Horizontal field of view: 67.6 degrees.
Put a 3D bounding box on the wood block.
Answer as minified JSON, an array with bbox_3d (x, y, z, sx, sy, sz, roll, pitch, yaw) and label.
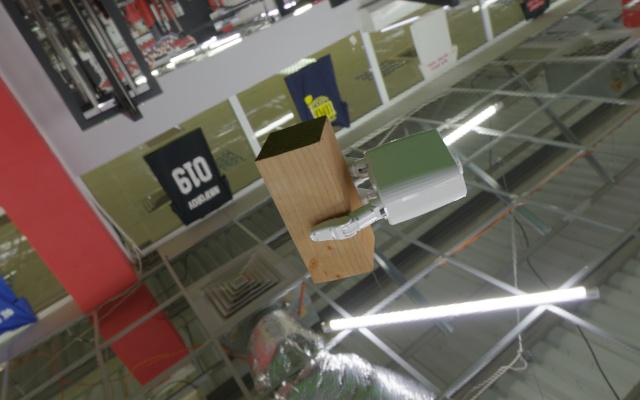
[{"bbox_3d":[0.000,0.002,0.660,0.090,0.206,0.090,-15,28,17],"label":"wood block"}]
